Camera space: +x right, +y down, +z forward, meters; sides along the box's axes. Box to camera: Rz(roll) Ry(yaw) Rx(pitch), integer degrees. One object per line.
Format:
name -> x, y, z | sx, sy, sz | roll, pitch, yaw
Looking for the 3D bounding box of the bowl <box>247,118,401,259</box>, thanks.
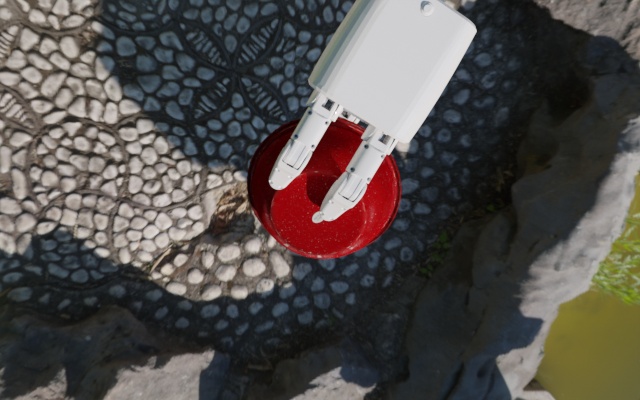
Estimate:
bowl -> 0.000, 0.003, 0.476 | 0.162, 0.162, 0.055 | 0, 28, 6
